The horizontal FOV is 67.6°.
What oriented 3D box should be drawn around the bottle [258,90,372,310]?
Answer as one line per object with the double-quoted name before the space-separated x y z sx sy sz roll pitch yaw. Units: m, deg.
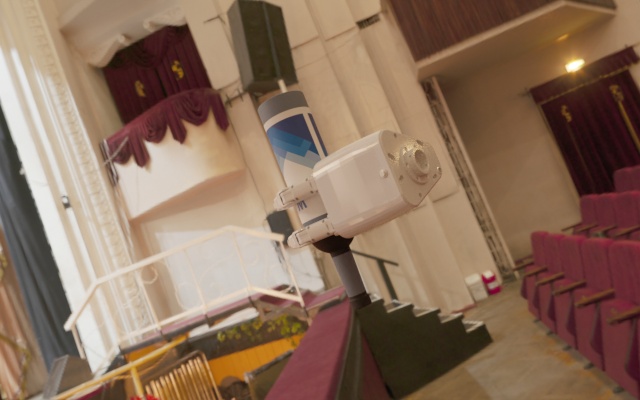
"bottle" 0.000 0.002 0.636 0.069 0.295 0.069 -22 -5 -2
